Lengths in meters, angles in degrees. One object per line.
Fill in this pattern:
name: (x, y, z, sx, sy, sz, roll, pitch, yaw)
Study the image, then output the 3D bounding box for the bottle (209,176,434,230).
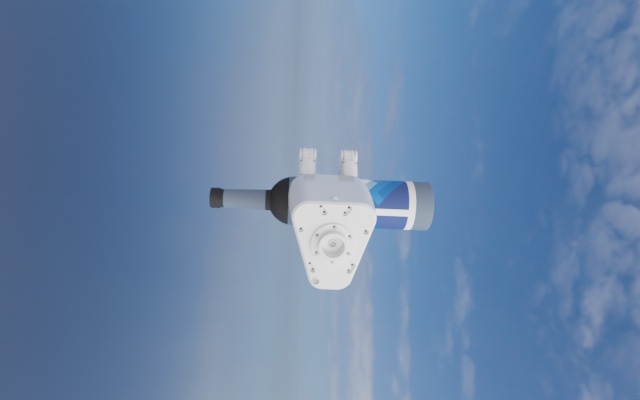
bottle: (0.000, 0.002, 0.649, 0.296, 0.069, 0.069, 2, 0, -3)
